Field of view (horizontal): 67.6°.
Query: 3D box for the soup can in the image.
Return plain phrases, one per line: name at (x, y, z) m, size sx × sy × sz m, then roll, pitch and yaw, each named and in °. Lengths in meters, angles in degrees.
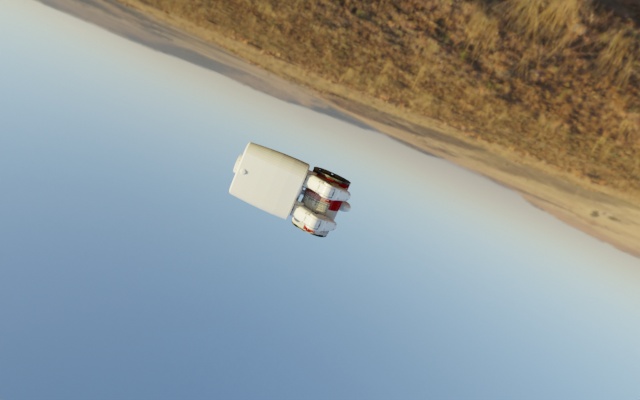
soup can at (0.000, 0.003, 0.807) m, size 0.068 × 0.102 × 0.068 m, roll 23°, pitch 10°, yaw -4°
